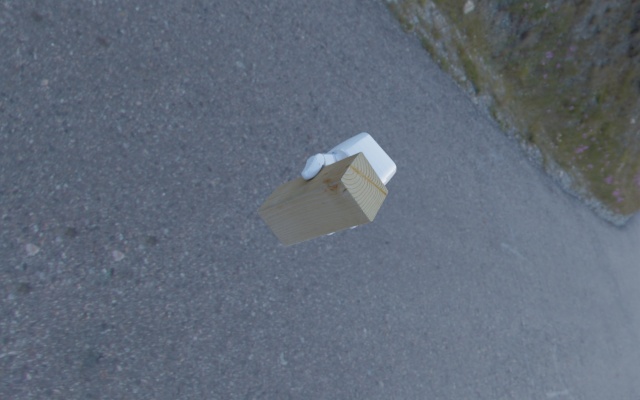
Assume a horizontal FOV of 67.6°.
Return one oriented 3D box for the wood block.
[{"bbox_3d":[0.000,0.002,0.839,0.206,0.091,0.090,-20,24,41],"label":"wood block"}]
